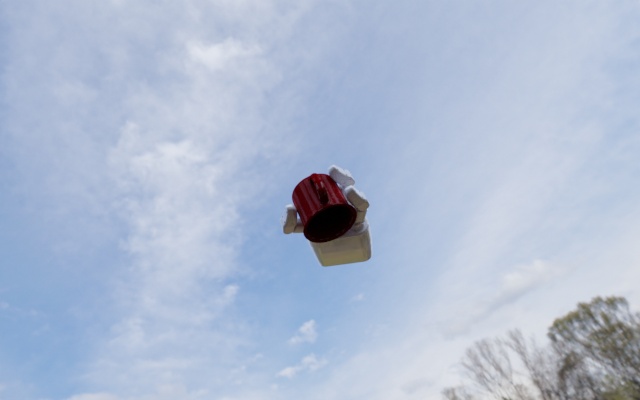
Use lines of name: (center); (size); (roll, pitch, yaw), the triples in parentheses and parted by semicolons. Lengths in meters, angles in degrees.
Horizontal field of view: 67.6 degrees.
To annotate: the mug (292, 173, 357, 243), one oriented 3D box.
mug: (0.000, 0.002, 0.781); (0.093, 0.081, 0.117); (-22, -38, -6)
